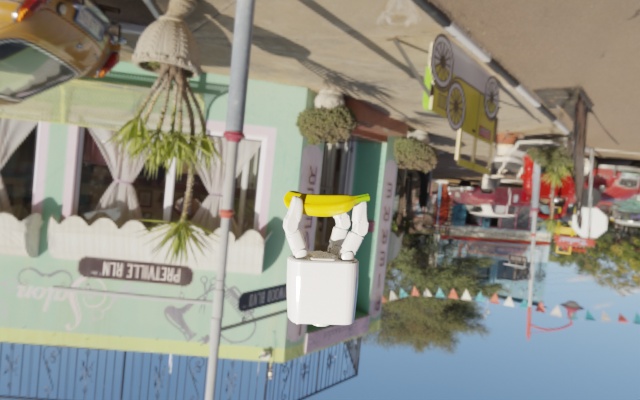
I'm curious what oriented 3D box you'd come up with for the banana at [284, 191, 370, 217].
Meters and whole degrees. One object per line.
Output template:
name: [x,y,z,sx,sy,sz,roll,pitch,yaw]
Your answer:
banana: [-0.011,0.005,0.810,0.069,0.037,0.198,-7,8,-43]
